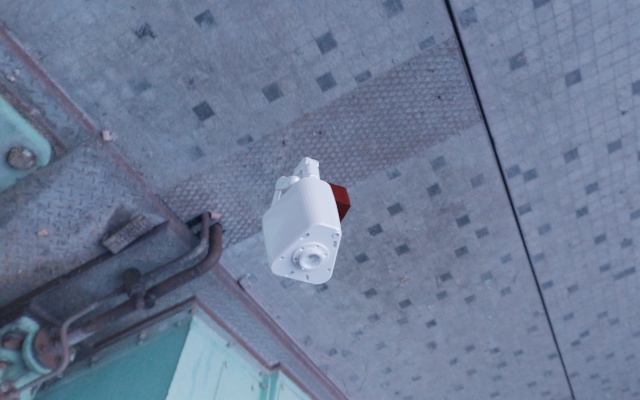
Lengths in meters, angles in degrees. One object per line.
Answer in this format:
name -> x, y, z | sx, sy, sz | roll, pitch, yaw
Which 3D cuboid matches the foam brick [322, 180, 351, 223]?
foam brick -> 0.000, 0.002, 0.752 | 0.078, 0.053, 0.051 | 17, 30, -22
